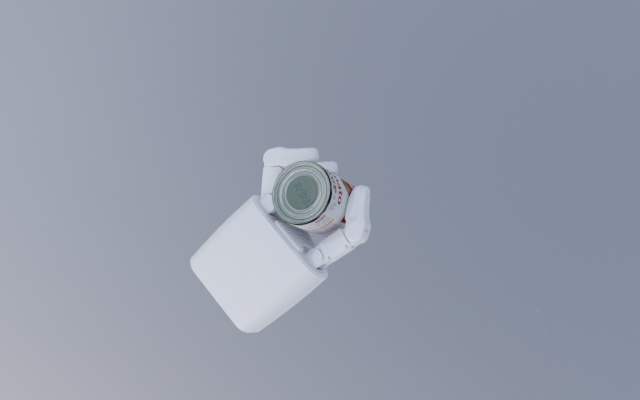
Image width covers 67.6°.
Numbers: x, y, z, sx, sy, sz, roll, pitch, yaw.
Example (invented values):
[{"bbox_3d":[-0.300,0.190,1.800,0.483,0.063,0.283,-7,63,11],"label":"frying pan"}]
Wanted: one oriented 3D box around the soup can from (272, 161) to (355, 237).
[{"bbox_3d":[0.000,0.001,0.516,0.068,0.068,0.102,0,-12,24],"label":"soup can"}]
